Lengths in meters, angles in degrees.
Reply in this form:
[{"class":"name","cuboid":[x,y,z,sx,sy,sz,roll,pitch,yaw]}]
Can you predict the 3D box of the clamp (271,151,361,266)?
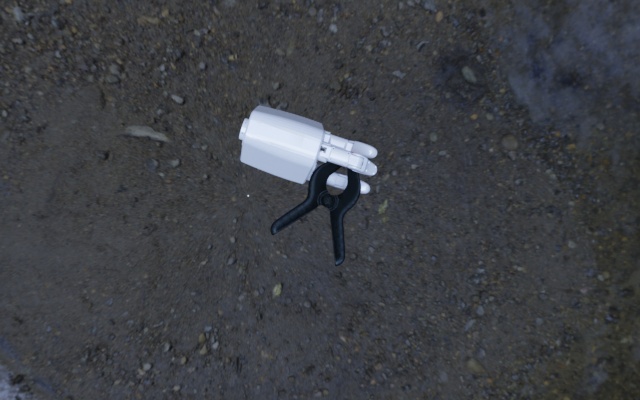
[{"class":"clamp","cuboid":[0.000,0.002,0.719,0.120,0.171,0.039,17,-2,-5]}]
